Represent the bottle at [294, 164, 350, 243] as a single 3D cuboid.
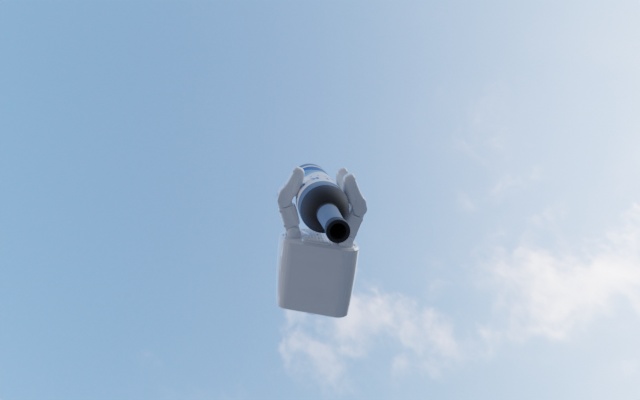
[{"bbox_3d":[0.000,0.002,0.664,0.069,0.069,0.295,0,13,-8],"label":"bottle"}]
